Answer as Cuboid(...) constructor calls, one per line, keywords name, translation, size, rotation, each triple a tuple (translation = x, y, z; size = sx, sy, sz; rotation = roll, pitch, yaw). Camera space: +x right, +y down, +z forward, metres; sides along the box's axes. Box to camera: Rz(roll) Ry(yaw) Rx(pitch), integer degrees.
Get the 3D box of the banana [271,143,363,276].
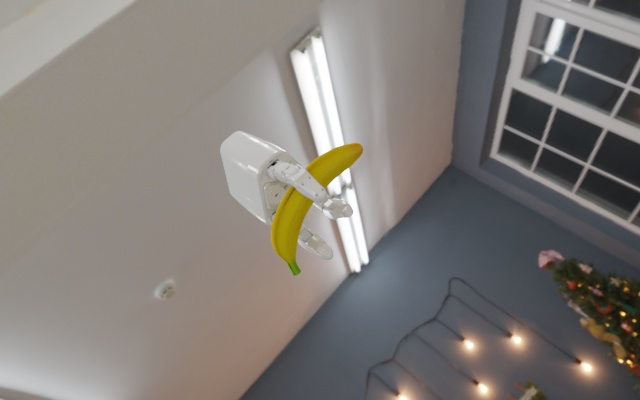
Cuboid(name="banana", translation=(-0.014, -0.002, 0.631), size=(0.070, 0.198, 0.037), rotation=(31, -4, -39))
